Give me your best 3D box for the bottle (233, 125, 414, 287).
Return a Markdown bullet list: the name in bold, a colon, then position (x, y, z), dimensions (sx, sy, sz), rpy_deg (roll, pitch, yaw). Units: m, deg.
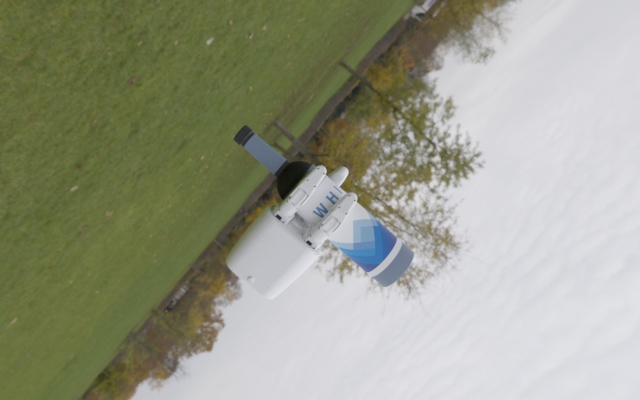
- **bottle**: position (0.000, 0.002, 0.668), dimensions (0.296, 0.069, 0.069), rpy_deg (41, -5, -5)
